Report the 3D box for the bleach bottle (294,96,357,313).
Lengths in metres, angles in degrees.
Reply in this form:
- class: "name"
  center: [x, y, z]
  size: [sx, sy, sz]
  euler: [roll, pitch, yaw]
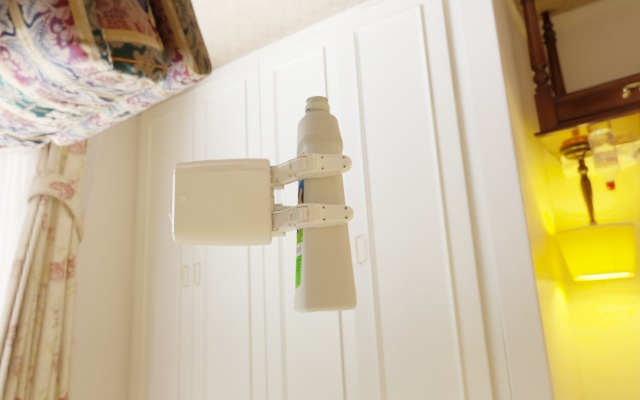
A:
- class: "bleach bottle"
  center: [0.000, 0.002, 0.561]
  size: [0.068, 0.250, 0.102]
  euler: [-1, -14, -8]
